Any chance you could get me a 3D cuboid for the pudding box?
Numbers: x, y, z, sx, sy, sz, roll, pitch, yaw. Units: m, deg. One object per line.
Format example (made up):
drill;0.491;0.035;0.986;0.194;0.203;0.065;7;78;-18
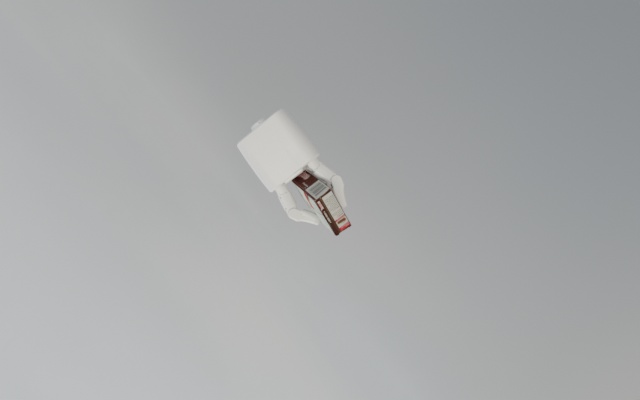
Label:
pudding box;0.000;0.003;0.863;0.039;0.090;0.113;-36;31;-7
